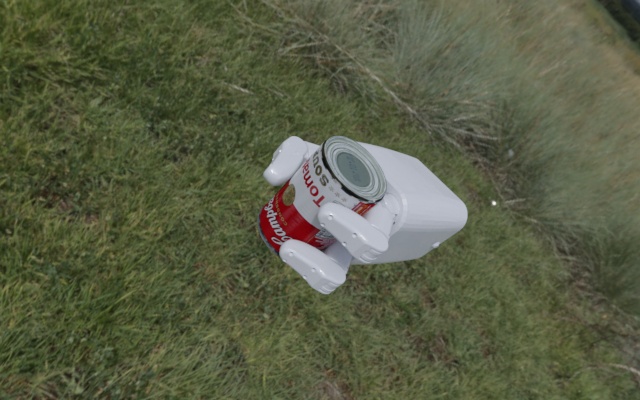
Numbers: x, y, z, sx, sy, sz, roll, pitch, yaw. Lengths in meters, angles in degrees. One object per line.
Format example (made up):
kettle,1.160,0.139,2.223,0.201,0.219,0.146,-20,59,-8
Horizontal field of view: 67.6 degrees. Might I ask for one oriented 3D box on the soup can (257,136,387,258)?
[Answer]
soup can,0.000,0.001,0.414,0.068,0.068,0.102,0,-34,-44
